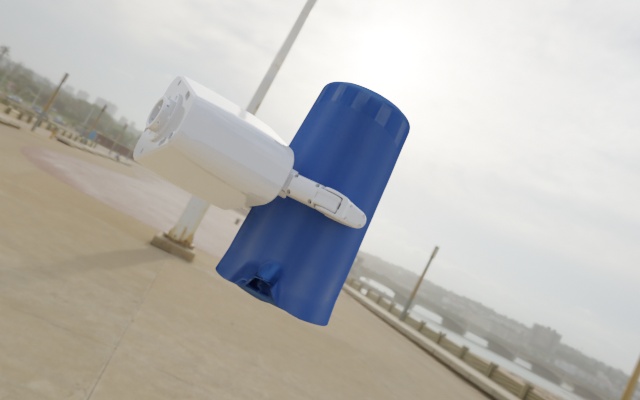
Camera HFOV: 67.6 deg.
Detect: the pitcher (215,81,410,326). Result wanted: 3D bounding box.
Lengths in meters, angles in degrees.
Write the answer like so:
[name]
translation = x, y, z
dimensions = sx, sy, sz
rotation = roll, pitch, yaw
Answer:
[pitcher]
translation = 0.000, 0.002, 0.529
dimensions = 0.145, 0.243, 0.149
rotation = 31, -6, -34
